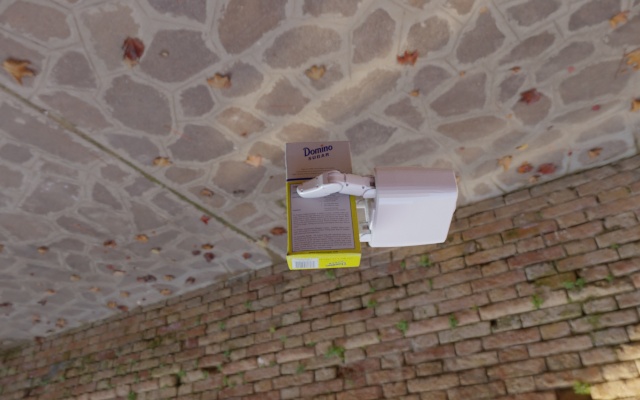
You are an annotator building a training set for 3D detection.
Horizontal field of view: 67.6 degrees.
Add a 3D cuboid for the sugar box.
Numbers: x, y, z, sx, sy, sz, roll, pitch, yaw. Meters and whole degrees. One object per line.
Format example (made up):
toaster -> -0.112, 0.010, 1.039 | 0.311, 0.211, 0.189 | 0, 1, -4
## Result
sugar box -> 0.000, 0.002, 0.642 | 0.093, 0.176, 0.048 | -2, -33, -2
